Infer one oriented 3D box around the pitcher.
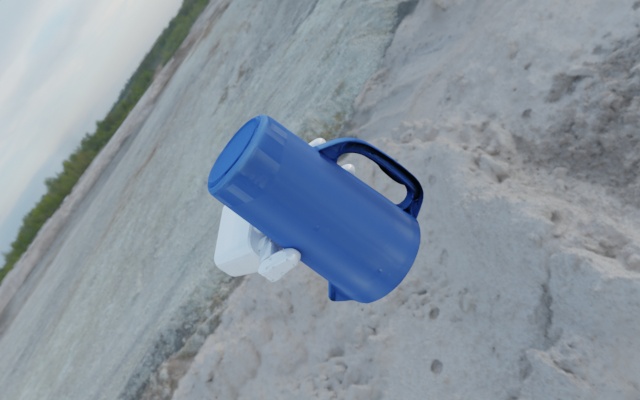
[{"bbox_3d":[0.000,0.002,0.568,0.243,0.149,0.145,36,-37,-24],"label":"pitcher"}]
